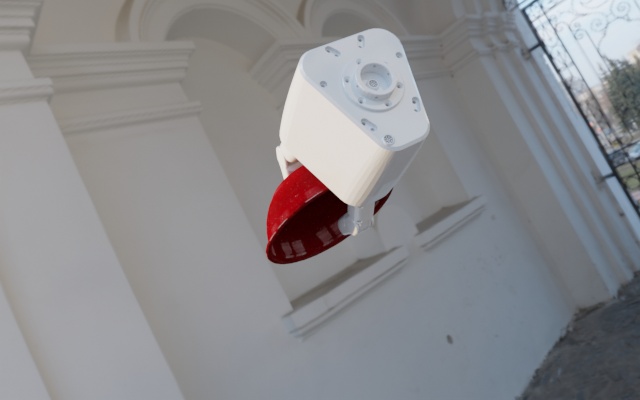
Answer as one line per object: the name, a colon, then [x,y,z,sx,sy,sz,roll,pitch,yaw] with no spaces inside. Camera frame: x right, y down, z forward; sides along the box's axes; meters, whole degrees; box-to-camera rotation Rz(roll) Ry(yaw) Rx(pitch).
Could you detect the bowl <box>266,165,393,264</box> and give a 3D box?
bowl: [-0.001,0.002,0.526,0.162,0.055,0.162,-28,-24,-14]
